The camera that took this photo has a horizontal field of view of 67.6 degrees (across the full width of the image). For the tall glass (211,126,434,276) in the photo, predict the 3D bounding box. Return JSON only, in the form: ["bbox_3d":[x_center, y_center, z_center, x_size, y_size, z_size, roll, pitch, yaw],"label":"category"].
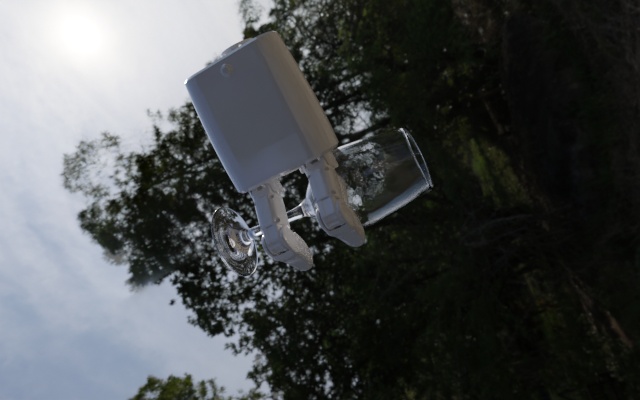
[{"bbox_3d":[0.000,0.002,0.447,0.201,0.079,0.079,-24,-8,18],"label":"tall glass"}]
